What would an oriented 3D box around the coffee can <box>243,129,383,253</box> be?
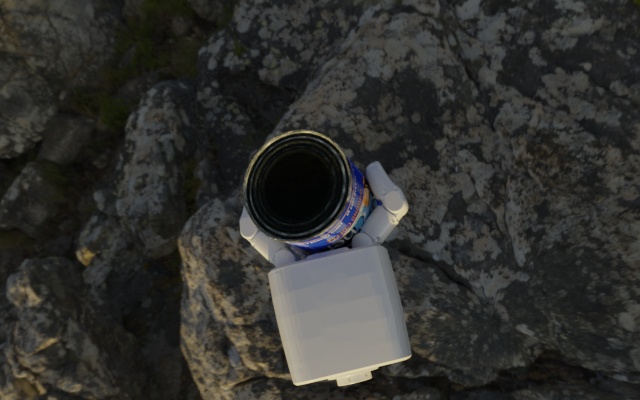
[{"bbox_3d":[0.000,0.001,0.479,0.103,0.102,0.140,0,-13,19],"label":"coffee can"}]
